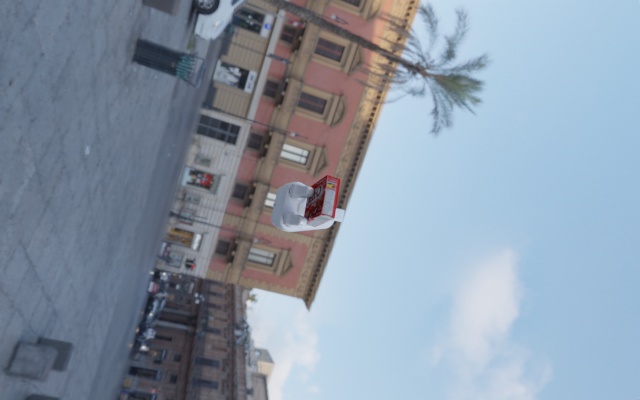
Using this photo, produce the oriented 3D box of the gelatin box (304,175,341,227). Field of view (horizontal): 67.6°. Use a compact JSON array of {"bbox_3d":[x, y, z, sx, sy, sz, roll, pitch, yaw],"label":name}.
[{"bbox_3d":[0.001,0.003,0.843,0.030,0.073,0.089,16,-18,-20],"label":"gelatin box"}]
